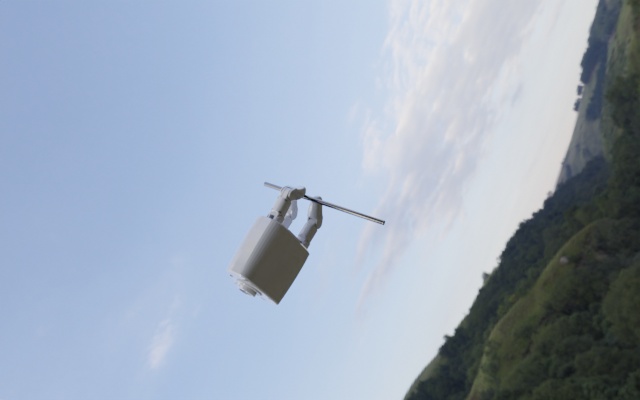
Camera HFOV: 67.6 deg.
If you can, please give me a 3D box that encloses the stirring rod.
[{"bbox_3d":[0.000,0.003,0.819,0.239,0.011,0.011,18,8,27],"label":"stirring rod"}]
